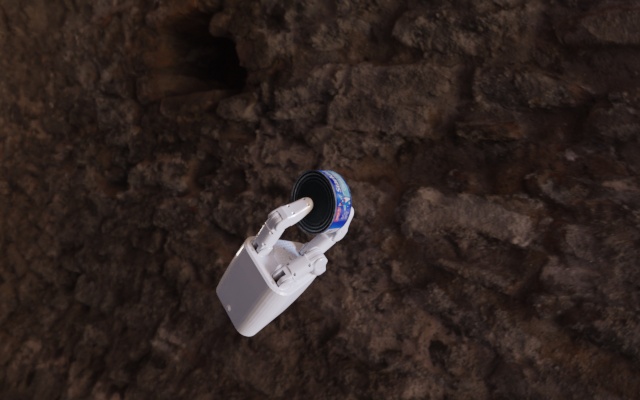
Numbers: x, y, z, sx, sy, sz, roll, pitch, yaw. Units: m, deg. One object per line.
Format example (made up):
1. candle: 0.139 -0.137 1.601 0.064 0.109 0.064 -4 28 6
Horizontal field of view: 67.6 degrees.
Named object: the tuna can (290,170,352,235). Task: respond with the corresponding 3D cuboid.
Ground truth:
1. tuna can: 0.001 0.002 0.631 0.034 0.086 0.086 -3 2 -44
